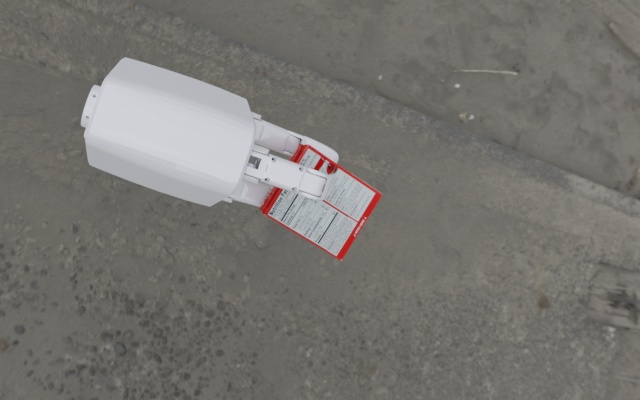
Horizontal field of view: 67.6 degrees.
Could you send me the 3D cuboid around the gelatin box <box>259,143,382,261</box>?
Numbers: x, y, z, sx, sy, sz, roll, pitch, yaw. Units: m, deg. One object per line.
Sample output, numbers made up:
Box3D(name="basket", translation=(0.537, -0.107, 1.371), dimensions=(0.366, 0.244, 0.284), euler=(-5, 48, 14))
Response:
Box3D(name="gelatin box", translation=(0.000, 0.002, 0.437), dimensions=(0.089, 0.073, 0.030), euler=(32, -2, -17))
